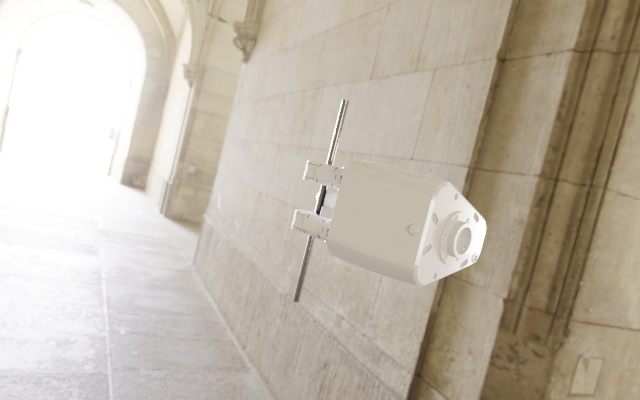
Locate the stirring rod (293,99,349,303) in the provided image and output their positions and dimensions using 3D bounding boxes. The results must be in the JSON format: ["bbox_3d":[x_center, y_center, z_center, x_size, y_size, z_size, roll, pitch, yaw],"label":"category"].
[{"bbox_3d":[0.000,0.002,0.554,0.011,0.239,0.011,14,3,-1],"label":"stirring rod"}]
